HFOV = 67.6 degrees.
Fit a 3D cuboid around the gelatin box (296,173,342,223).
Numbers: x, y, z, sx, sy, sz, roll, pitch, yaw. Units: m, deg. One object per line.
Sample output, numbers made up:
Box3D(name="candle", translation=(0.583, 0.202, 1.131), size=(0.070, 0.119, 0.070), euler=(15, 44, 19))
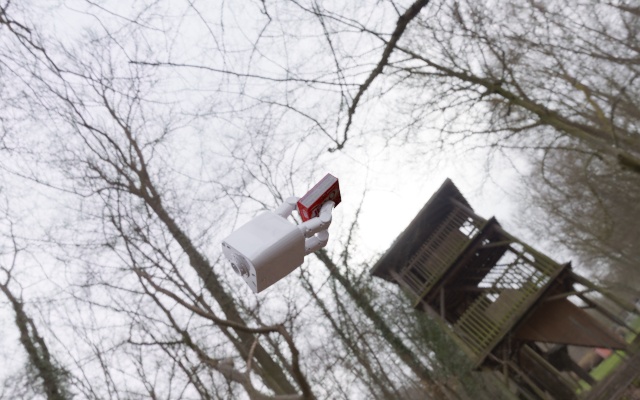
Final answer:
Box3D(name="gelatin box", translation=(0.000, 0.002, 0.890), size=(0.030, 0.089, 0.073), euler=(34, -23, 28))
